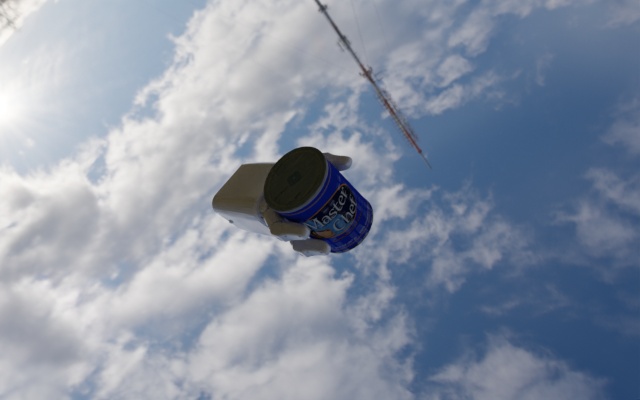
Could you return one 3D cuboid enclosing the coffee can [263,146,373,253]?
[{"bbox_3d":[0.000,0.002,0.692,0.103,0.102,0.140,0,-29,37],"label":"coffee can"}]
